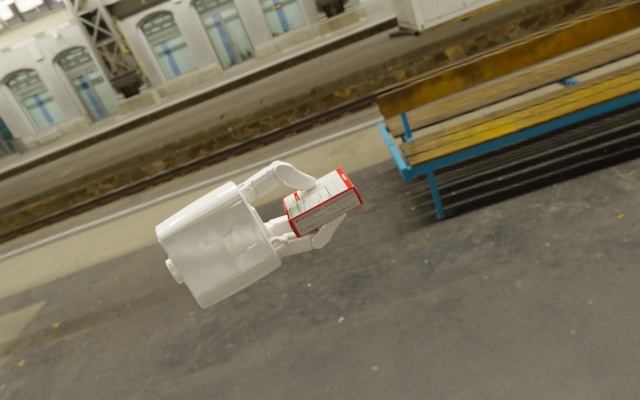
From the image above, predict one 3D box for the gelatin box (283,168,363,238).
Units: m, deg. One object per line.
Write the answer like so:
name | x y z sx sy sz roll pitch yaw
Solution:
gelatin box | 0.000 0.001 0.587 0.089 0.030 0.073 -29 23 1
